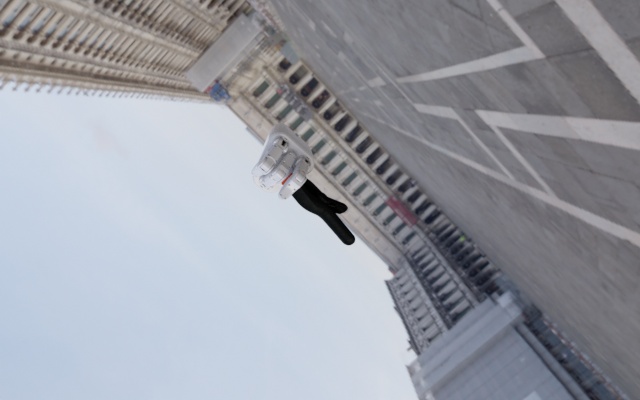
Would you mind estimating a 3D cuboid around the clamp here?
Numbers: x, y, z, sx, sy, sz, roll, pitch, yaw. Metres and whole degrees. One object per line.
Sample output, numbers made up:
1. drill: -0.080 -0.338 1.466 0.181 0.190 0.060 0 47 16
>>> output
1. clamp: 0.000 0.003 0.898 0.039 0.171 0.120 -42 19 14
